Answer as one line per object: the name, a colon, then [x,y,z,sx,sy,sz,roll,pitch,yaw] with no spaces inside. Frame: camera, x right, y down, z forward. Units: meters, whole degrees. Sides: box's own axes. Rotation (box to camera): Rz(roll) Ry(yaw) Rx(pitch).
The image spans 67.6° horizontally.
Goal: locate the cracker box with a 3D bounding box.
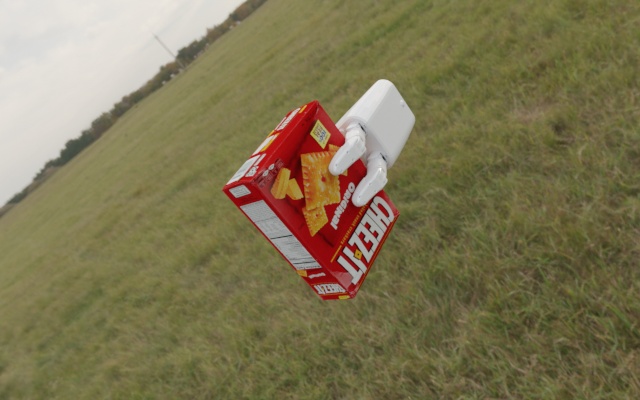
cracker box: [0.000,0.002,0.638,0.072,0.214,0.164,-13,34,48]
